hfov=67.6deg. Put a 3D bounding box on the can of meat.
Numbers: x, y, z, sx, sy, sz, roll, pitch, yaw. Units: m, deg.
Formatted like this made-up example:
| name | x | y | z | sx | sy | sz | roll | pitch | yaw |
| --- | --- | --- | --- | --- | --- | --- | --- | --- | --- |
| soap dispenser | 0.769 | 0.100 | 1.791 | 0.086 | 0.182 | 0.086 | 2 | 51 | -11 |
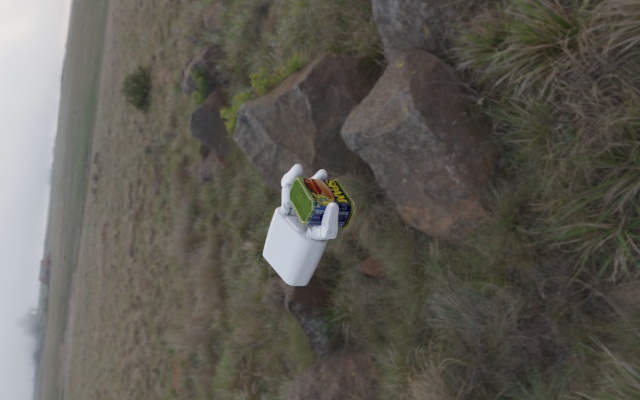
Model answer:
| name | x | y | z | sx | sy | sz | roll | pitch | yaw |
| --- | --- | --- | --- | --- | --- | --- | --- | --- | --- |
| can of meat | 0.000 | 0.003 | 0.841 | 0.084 | 0.057 | 0.102 | 5 | 33 | -29 |
